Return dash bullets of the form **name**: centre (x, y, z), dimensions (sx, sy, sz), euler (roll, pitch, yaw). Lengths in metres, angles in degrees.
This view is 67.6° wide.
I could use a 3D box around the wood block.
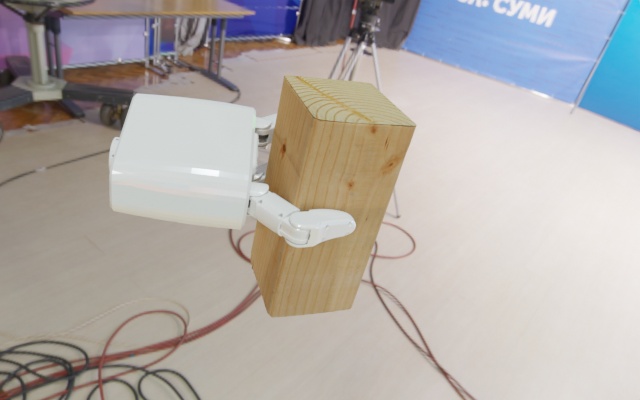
- **wood block**: centre (0.000, 0.002, 0.446), dimensions (0.090, 0.206, 0.090), euler (0, 35, -23)
